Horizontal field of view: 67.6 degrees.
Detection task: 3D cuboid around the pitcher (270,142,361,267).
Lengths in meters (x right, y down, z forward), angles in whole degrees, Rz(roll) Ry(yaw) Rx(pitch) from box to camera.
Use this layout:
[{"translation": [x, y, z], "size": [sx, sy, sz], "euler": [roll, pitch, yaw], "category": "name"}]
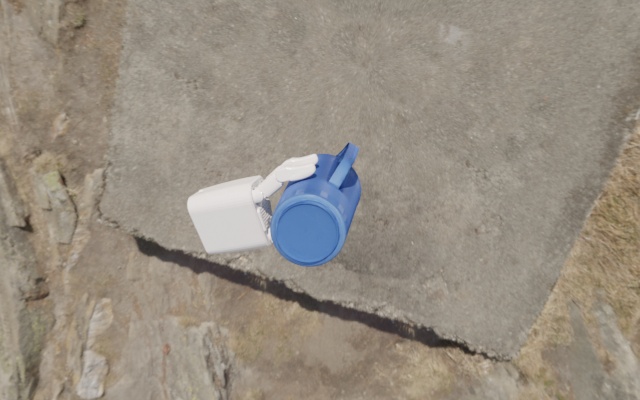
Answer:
[{"translation": [0.000, 0.003, 0.766], "size": [0.145, 0.149, 0.242], "euler": [-10, 15, 9], "category": "pitcher"}]
